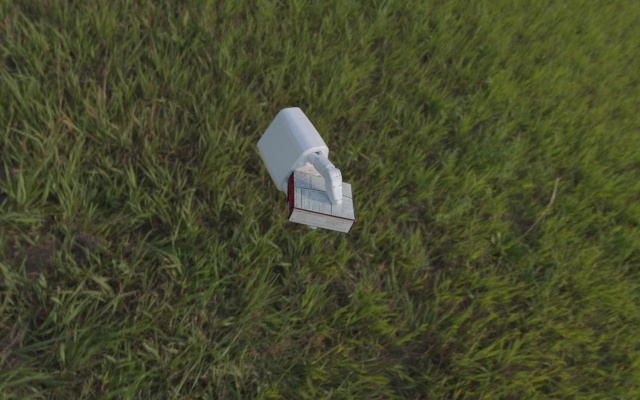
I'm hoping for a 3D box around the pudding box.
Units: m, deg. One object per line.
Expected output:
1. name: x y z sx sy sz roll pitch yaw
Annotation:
1. pudding box: 0.000 0.002 0.806 0.113 0.090 0.039 11 -45 -15
